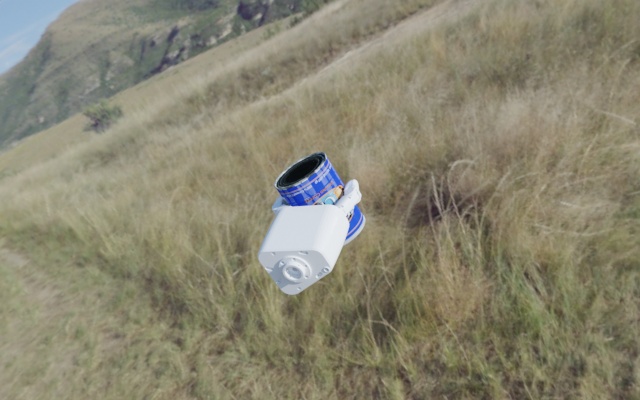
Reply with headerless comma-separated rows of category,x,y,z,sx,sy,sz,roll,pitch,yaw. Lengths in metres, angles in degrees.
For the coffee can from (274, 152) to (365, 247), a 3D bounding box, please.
coffee can,0.000,0.003,0.827,0.103,0.140,0.102,-28,23,13
